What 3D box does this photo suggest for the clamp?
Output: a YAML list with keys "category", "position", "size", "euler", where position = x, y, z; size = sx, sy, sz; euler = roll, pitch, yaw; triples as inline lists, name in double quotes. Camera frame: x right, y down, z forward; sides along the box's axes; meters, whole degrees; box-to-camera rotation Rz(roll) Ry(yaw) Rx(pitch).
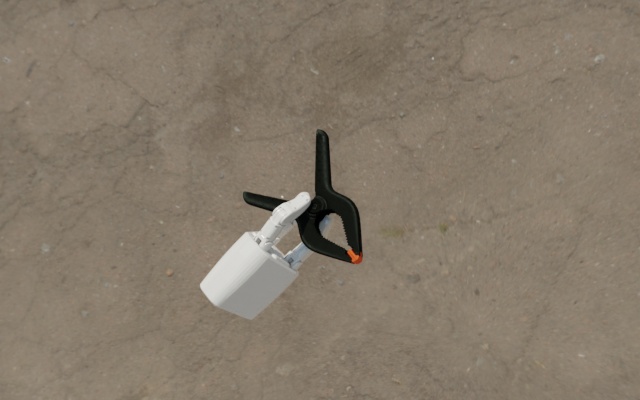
- category: "clamp"
  position: [0.000, 0.003, 0.708]
  size: [0.210, 0.164, 0.036]
  euler: [44, 3, 23]
